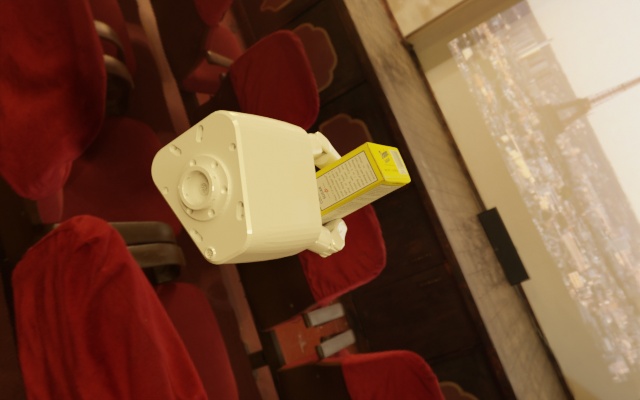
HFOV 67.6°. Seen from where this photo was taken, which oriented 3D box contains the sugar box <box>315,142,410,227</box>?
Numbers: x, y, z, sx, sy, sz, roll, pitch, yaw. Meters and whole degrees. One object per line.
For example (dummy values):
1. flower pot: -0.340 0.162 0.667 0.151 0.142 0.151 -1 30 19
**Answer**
1. sugar box: 0.000 0.001 0.501 0.176 0.048 0.093 -27 -10 24
